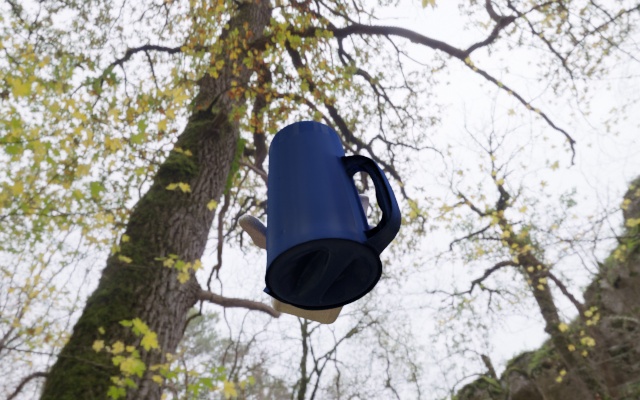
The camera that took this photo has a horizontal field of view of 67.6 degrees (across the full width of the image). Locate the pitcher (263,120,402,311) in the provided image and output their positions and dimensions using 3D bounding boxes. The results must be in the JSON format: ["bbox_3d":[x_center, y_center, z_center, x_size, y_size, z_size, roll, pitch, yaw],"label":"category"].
[{"bbox_3d":[0.000,0.002,0.611,0.149,0.145,0.242,1,45,-10],"label":"pitcher"}]
